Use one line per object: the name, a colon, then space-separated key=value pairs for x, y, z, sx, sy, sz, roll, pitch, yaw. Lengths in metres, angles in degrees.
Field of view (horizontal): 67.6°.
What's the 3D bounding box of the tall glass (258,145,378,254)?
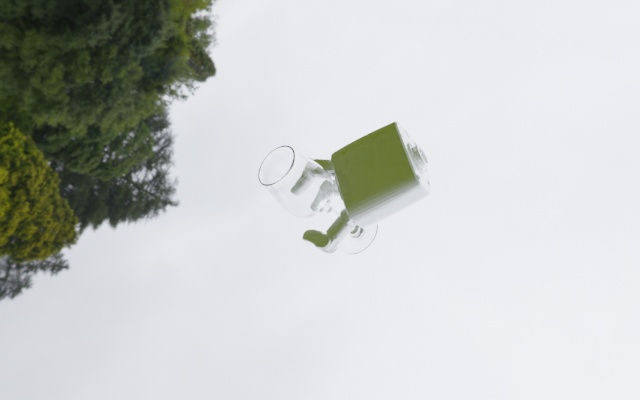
tall glass: x=0.000 y=0.003 z=0.682 sx=0.079 sy=0.079 sz=0.201 roll=0 pitch=-29 yaw=42
